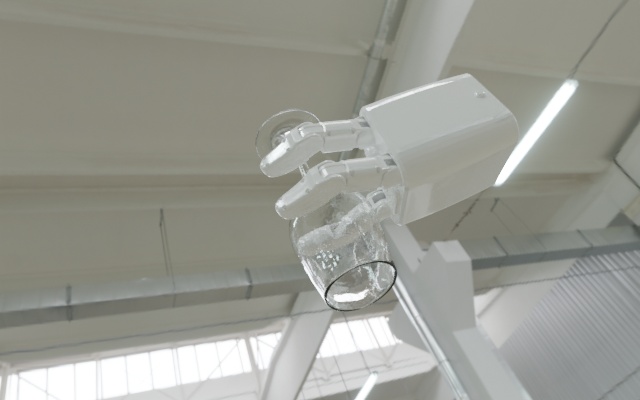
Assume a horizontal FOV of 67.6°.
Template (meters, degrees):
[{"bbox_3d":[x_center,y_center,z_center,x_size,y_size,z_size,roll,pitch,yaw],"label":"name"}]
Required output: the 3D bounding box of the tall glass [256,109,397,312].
[{"bbox_3d":[0.000,0.001,0.438,0.079,0.079,0.201,0,42,-26],"label":"tall glass"}]
